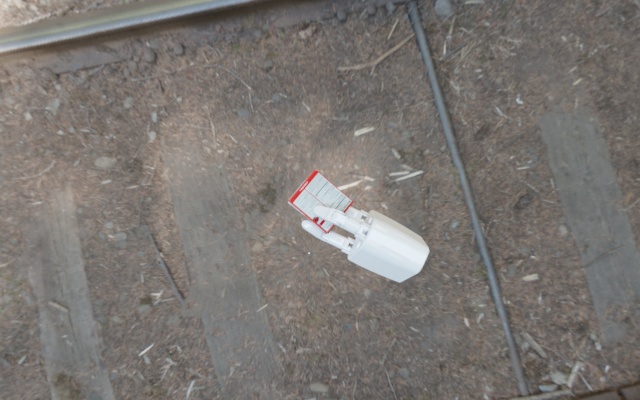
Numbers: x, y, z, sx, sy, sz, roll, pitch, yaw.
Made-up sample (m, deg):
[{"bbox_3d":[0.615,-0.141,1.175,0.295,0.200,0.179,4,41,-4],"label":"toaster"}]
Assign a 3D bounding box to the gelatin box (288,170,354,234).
[{"bbox_3d":[0.000,0.002,0.822,0.089,0.073,0.030,40,-7,-5],"label":"gelatin box"}]
